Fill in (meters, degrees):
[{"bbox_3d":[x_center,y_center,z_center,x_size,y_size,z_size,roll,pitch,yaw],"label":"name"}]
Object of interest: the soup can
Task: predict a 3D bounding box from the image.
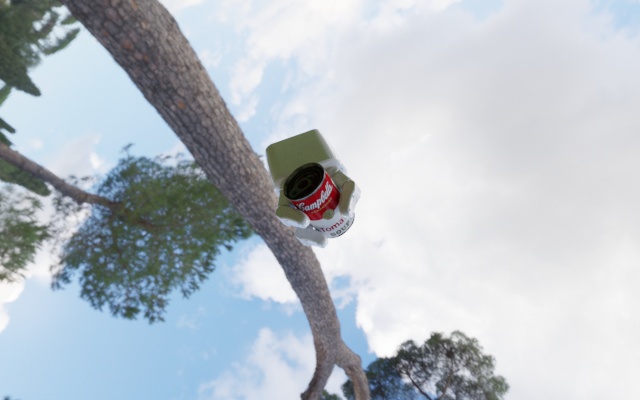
[{"bbox_3d":[0.000,0.003,0.707,0.068,0.068,0.102,0,-36,37],"label":"soup can"}]
